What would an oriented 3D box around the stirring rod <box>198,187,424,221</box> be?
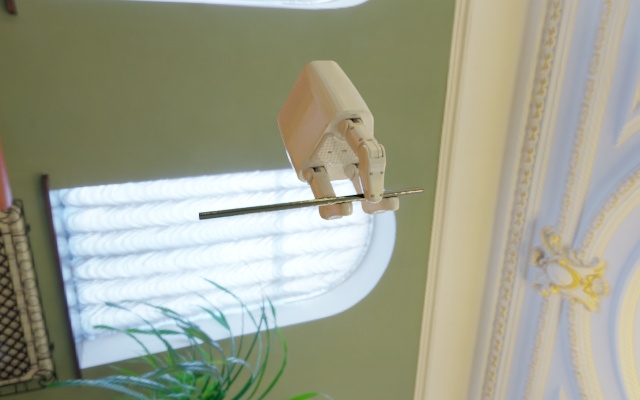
[{"bbox_3d":[0.000,0.002,0.481,0.239,0.011,0.011,-7,2,-21],"label":"stirring rod"}]
